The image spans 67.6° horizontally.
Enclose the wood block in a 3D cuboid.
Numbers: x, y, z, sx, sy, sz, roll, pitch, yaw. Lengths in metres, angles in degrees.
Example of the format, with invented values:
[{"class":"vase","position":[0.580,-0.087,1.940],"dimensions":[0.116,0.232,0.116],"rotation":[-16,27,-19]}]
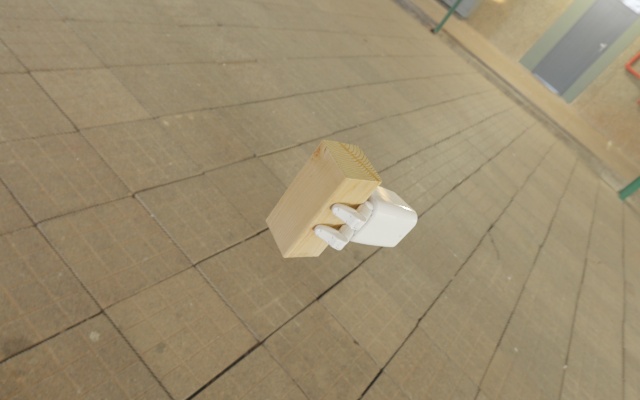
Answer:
[{"class":"wood block","position":[0.000,0.002,0.842],"dimensions":[0.090,0.090,0.206],"rotation":[3,-44,-42]}]
